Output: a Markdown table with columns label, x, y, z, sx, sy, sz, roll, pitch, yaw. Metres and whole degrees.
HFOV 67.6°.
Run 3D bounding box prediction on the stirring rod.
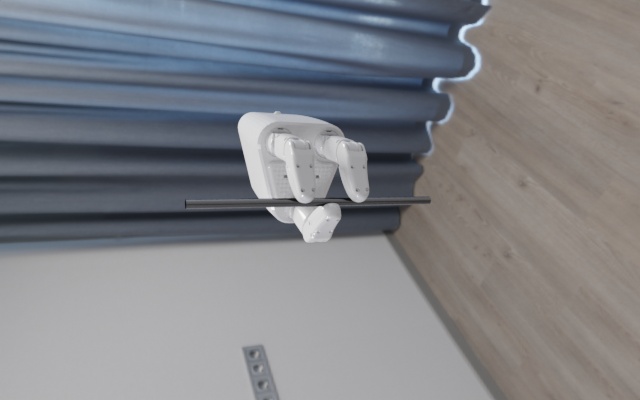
| label | x | y | z | sx | sy | sz | roll | pitch | yaw |
| --- | --- | --- | --- | --- | --- | --- | --- | --- | --- |
| stirring rod | 0.000 | 0.001 | 0.438 | 0.239 | 0.011 | 0.011 | -1 | 0 | -24 |
